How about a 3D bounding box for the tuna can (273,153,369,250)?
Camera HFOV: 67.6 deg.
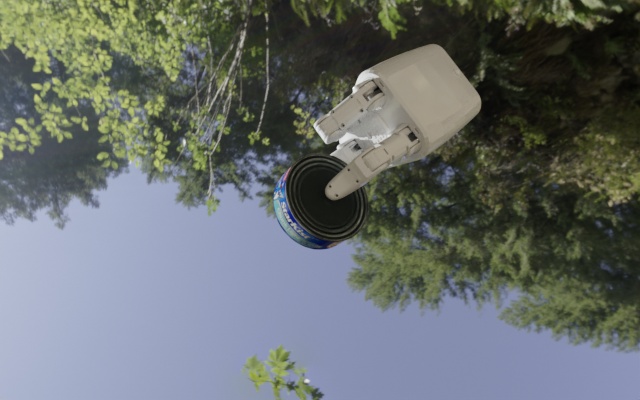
[{"bbox_3d":[0.000,0.002,0.443,0.086,0.086,0.034,0,-21,-30],"label":"tuna can"}]
